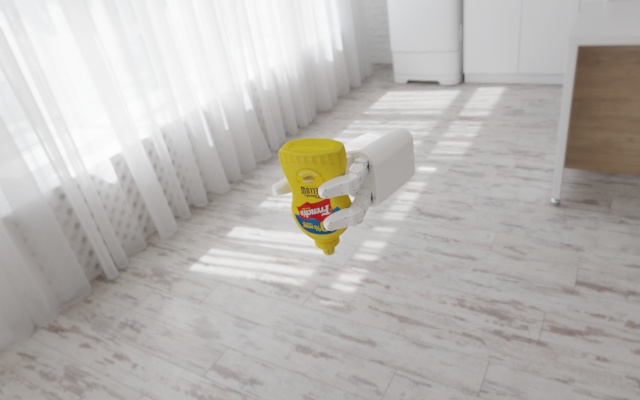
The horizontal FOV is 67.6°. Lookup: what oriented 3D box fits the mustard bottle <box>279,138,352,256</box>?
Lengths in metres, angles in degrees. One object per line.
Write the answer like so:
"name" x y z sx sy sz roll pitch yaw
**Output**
"mustard bottle" 0.000 0.002 0.726 0.096 0.192 0.058 3 33 20
